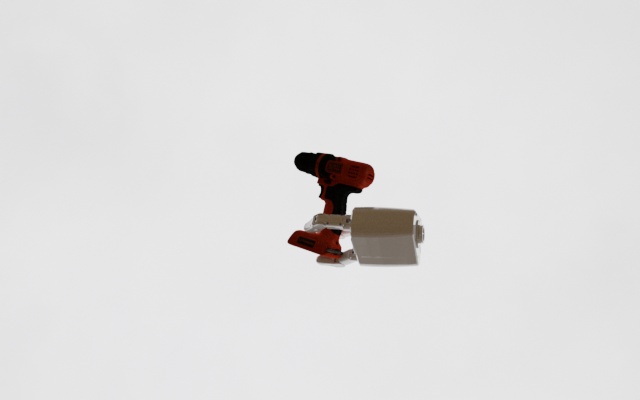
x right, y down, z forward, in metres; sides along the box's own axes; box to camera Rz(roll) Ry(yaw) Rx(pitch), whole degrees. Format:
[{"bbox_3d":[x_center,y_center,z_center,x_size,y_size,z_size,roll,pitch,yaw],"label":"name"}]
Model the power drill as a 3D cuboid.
[{"bbox_3d":[0.000,0.003,0.897,0.184,0.187,0.057,16,0,41],"label":"power drill"}]
